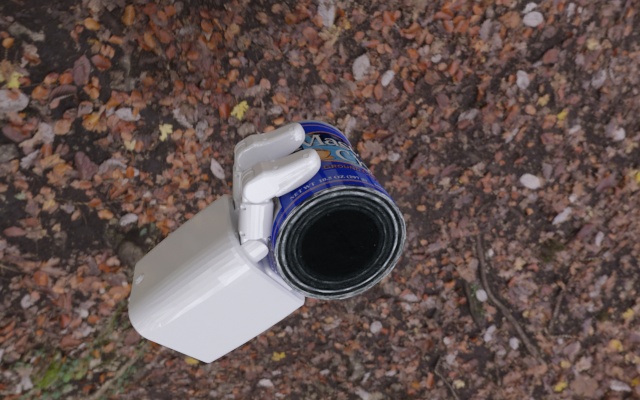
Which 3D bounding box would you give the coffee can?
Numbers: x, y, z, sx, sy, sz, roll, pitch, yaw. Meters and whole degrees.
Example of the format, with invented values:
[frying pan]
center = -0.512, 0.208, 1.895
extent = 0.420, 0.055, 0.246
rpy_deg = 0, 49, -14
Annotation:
[coffee can]
center = 0.000, 0.001, 0.415
extent = 0.103, 0.103, 0.140
rpy_deg = 0, 28, -15
